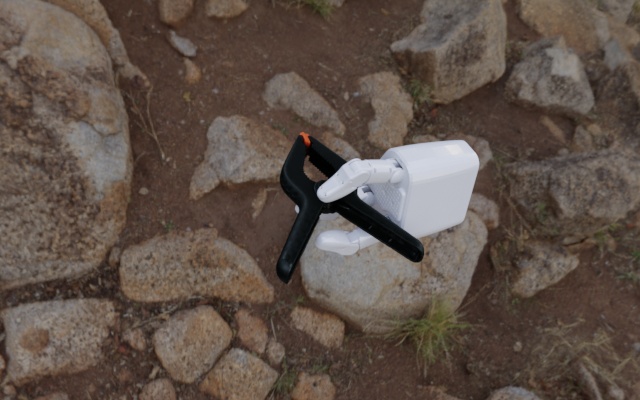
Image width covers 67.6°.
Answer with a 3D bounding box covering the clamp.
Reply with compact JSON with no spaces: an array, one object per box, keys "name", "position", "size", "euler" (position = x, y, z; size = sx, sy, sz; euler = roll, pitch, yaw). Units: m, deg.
[{"name":"clamp","position":[0.000,0.001,0.541],"size":[0.164,0.210,0.036],"euler":[-11,-39,-26]}]
